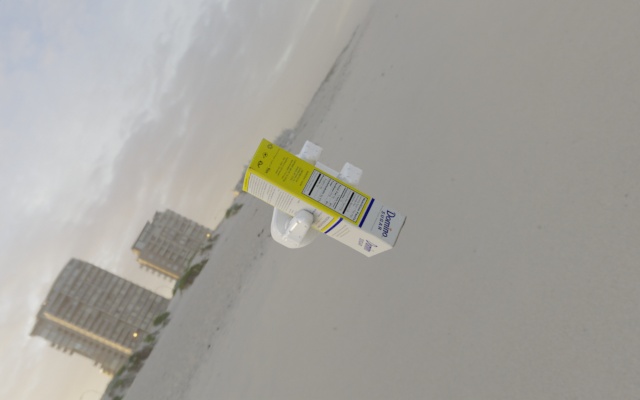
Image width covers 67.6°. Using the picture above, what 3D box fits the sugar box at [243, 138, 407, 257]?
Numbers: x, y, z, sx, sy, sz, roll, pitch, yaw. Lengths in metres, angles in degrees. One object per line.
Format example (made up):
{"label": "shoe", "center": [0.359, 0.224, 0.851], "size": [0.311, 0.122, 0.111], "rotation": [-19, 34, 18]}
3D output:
{"label": "sugar box", "center": [0.000, 0.001, 0.542], "size": [0.176, 0.048, 0.093], "rotation": [26, -17, -5]}
